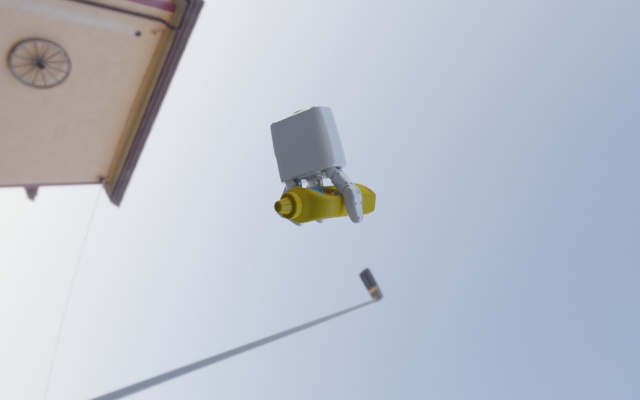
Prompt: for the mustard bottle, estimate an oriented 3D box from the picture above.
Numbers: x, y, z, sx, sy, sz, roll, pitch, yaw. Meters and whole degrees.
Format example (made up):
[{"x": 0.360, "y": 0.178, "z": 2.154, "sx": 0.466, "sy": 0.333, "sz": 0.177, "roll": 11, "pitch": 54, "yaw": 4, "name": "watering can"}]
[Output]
[{"x": 0.000, "y": 0.003, "z": 0.789, "sx": 0.096, "sy": 0.058, "sz": 0.191, "roll": 13, "pitch": 12, "yaw": 41, "name": "mustard bottle"}]
